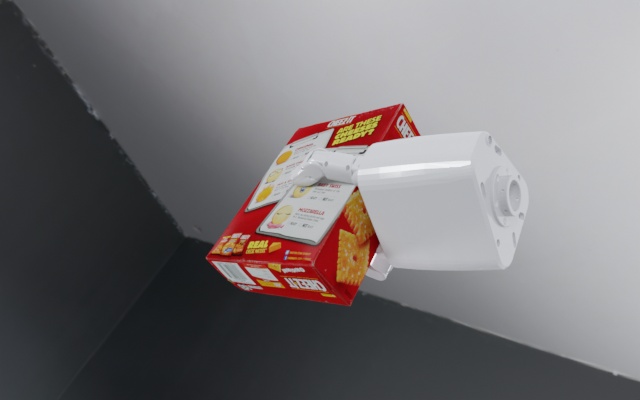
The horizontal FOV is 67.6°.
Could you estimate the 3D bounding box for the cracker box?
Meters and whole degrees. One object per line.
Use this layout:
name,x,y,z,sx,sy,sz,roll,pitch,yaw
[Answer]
cracker box,0.000,0.002,0.515,0.164,0.213,0.072,-4,-46,44
